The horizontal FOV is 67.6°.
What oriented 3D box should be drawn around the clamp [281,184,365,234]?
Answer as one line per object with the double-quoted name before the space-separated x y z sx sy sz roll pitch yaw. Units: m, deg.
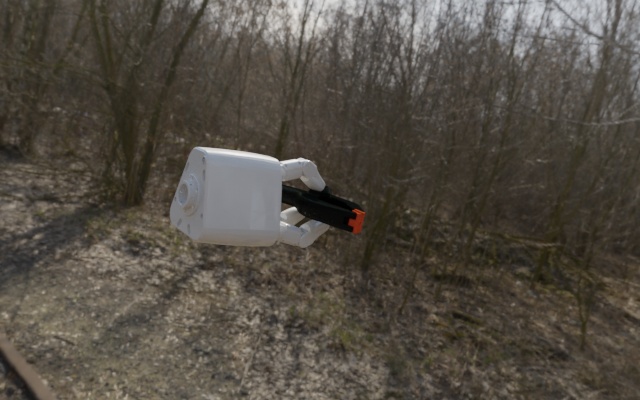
"clamp" 0.000 0.002 0.693 0.164 0.036 0.210 3 13 -42
